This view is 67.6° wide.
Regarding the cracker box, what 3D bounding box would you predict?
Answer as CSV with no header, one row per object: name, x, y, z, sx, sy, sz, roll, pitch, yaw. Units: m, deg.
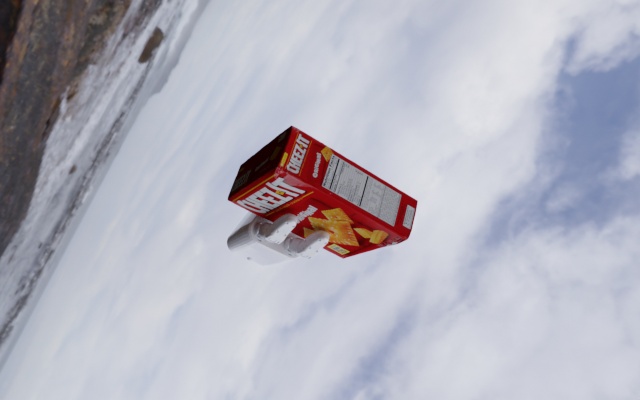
cracker box,0.000,0.002,0.671,0.214,0.072,0.164,28,-28,-23
